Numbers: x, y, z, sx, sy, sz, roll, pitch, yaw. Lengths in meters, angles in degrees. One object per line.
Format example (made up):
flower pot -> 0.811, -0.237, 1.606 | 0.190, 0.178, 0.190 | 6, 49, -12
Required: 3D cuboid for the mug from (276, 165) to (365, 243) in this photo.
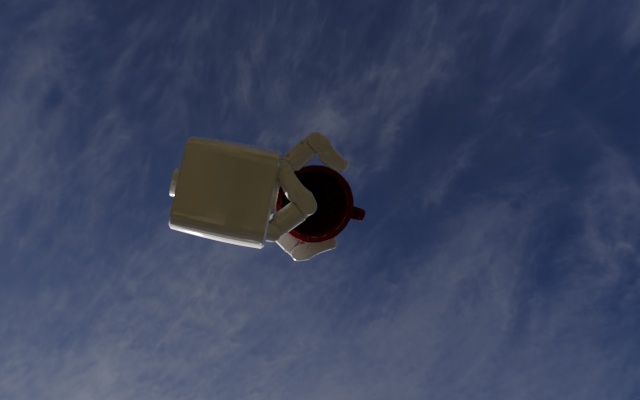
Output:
mug -> 0.001, 0.002, 0.605 | 0.117, 0.093, 0.081 | 13, 6, -9
